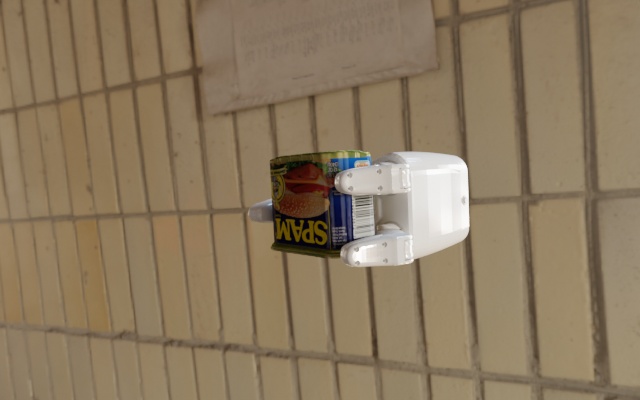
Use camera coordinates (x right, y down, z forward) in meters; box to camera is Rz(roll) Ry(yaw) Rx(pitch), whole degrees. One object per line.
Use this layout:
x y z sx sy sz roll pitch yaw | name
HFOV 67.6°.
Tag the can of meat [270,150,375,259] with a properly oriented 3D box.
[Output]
0.000 0.001 0.414 0.057 0.084 0.102 -6 5 -41 | can of meat
